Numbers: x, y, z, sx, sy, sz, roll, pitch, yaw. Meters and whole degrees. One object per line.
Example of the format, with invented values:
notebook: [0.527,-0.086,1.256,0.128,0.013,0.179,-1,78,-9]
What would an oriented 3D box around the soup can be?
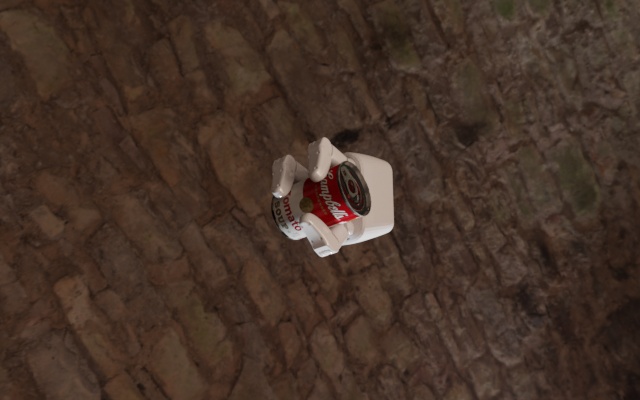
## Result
soup can: [0.000,0.002,0.573,0.102,0.068,0.068,-22,-11,30]
